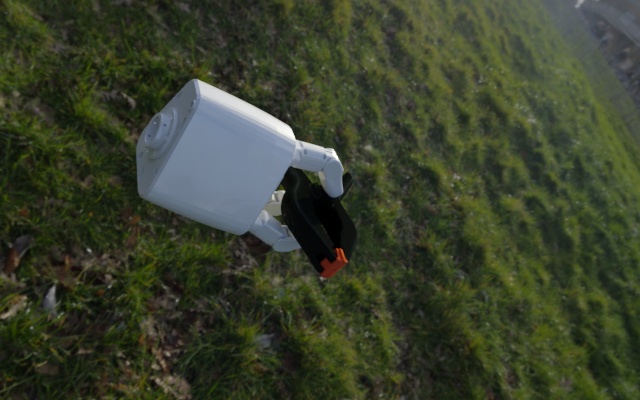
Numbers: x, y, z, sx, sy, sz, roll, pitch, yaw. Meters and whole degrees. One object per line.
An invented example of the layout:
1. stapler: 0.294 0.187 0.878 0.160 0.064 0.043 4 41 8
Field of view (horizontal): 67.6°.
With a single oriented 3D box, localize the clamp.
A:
1. clamp: 0.001 0.002 0.536 0.164 0.209 0.036 22 -59 -38
